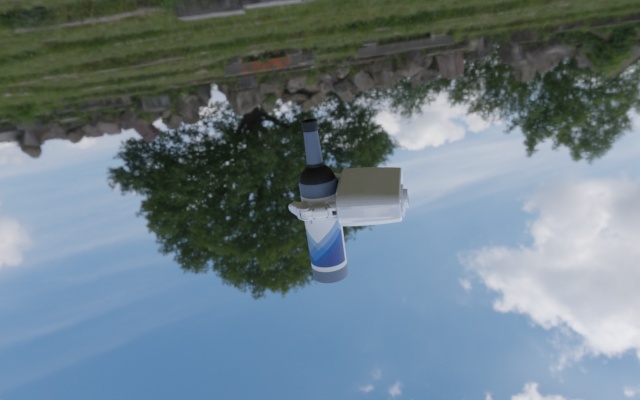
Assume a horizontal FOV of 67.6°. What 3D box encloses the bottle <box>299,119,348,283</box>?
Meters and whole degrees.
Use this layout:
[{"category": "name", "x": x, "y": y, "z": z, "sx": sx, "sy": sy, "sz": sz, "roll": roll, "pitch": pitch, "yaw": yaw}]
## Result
[{"category": "bottle", "x": 0.000, "y": 0.003, "z": 0.851, "sx": 0.069, "sy": 0.296, "sz": 0.069, "roll": -7, "pitch": 20, "yaw": 3}]
